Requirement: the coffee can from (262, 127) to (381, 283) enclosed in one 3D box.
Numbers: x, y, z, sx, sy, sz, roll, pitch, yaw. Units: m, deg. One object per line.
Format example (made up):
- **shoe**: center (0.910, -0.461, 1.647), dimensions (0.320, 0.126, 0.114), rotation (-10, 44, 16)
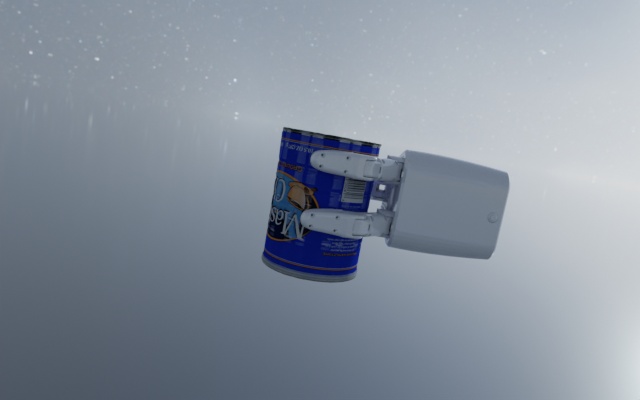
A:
- **coffee can**: center (0.000, 0.002, 0.498), dimensions (0.103, 0.140, 0.103), rotation (10, 8, -1)
